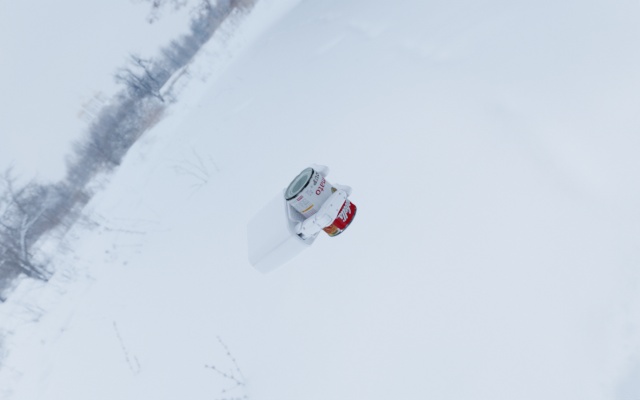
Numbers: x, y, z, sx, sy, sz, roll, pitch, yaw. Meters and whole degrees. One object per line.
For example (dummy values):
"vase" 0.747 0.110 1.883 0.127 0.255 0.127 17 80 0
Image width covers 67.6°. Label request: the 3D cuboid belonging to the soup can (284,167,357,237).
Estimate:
"soup can" 0.000 0.002 0.773 0.102 0.068 0.068 41 -17 -21
